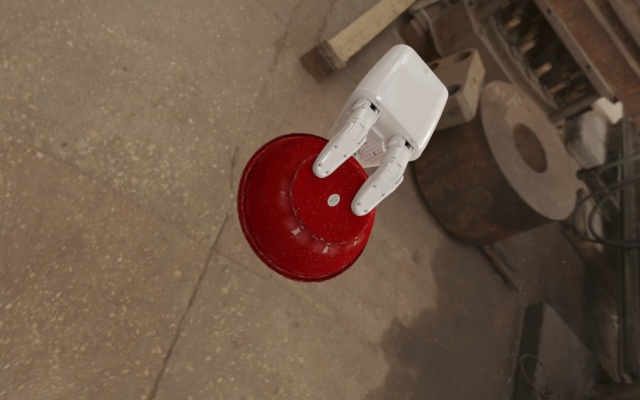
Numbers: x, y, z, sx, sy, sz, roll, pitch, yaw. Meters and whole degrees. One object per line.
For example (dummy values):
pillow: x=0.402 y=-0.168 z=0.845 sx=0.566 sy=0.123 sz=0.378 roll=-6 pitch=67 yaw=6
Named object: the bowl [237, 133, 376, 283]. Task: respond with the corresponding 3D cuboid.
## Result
bowl: x=0.000 y=0.003 z=0.487 sx=0.162 sy=0.162 sz=0.055 roll=0 pitch=-10 yaw=-29
